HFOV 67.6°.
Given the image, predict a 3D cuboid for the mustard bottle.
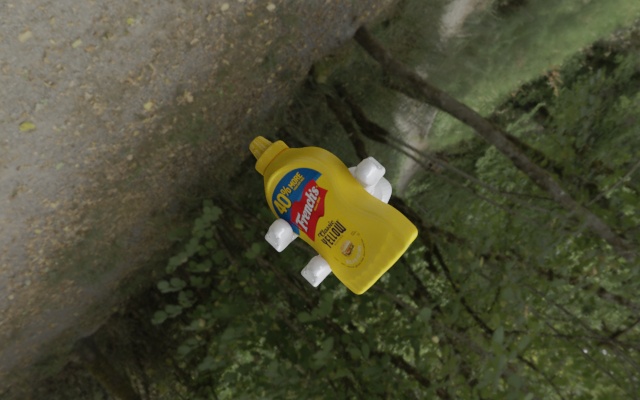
[{"bbox_3d":[0.000,0.002,0.494,0.058,0.191,0.096,-37,-13,-51],"label":"mustard bottle"}]
